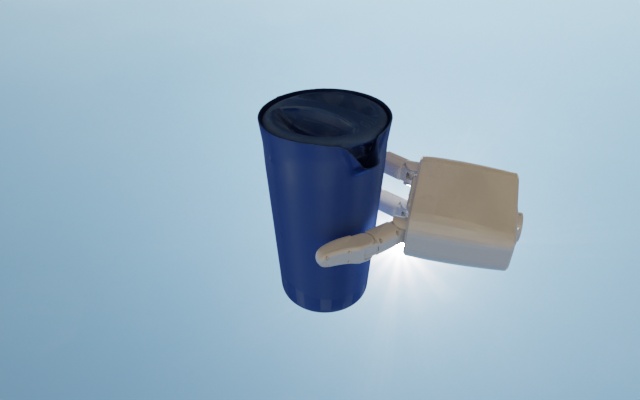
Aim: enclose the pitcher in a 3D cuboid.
[{"bbox_3d":[0.000,0.002,0.544,0.145,0.243,0.149,8,36,11],"label":"pitcher"}]
